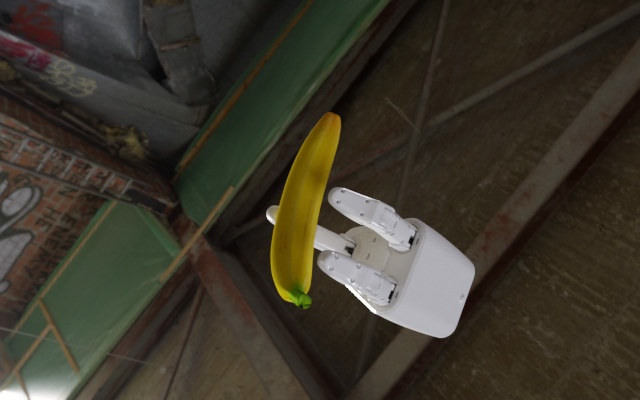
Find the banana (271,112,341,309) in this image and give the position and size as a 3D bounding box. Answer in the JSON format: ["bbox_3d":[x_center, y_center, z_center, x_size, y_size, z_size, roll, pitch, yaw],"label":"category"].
[{"bbox_3d":[-0.012,0.010,0.433,0.037,0.197,0.070,28,-37,-31],"label":"banana"}]
